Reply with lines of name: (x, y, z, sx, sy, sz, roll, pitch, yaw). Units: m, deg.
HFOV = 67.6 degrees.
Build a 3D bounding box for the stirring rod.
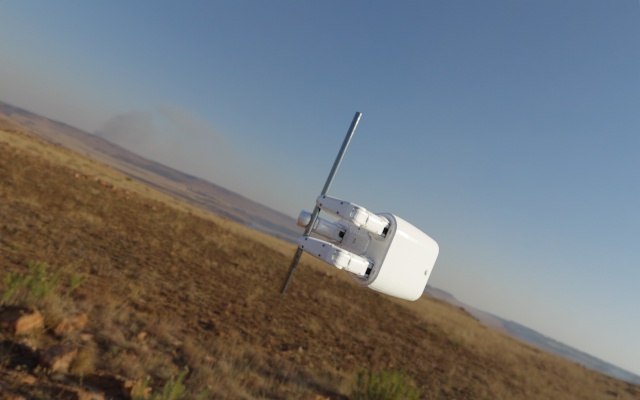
stirring rod: (0.000, 0.002, 0.583, 0.011, 0.239, 0.011, 23, -4, 2)
